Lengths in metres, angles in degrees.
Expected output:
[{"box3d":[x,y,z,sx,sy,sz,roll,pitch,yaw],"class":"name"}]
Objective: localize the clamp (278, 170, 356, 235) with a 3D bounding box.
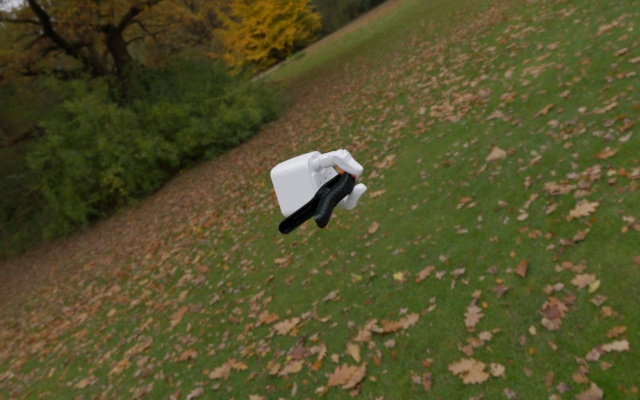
[{"box3d":[0.000,0.002,0.844,0.120,0.039,0.171,-11,25,40],"class":"clamp"}]
